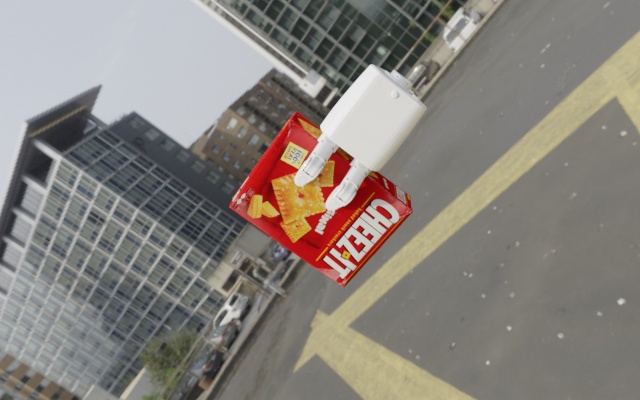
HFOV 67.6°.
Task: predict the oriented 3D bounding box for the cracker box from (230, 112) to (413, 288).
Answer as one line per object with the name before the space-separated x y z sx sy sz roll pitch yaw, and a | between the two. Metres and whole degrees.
cracker box | 0.000 0.002 0.699 0.214 0.164 0.072 36 20 -8
